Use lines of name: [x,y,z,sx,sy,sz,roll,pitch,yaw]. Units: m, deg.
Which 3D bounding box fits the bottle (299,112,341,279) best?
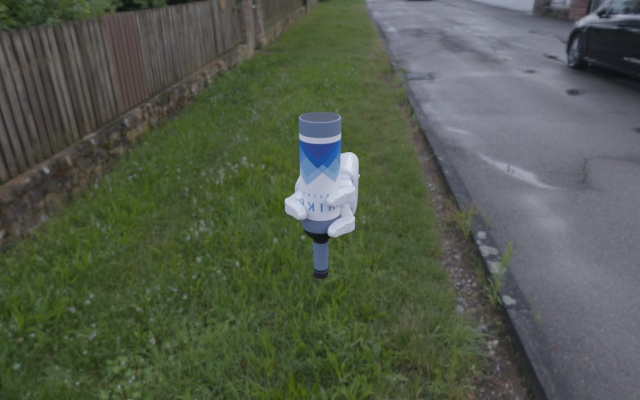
bottle: [0.000,0.002,0.810,0.069,0.296,0.069,0,25,0]
